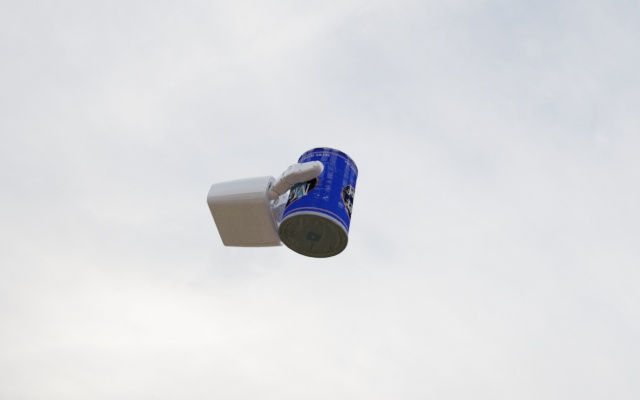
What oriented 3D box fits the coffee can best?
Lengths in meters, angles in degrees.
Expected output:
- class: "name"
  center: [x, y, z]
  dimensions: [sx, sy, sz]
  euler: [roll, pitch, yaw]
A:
- class: "coffee can"
  center: [0.000, 0.002, 0.732]
  dimensions: [0.103, 0.140, 0.103]
  euler: [7, -41, 6]
